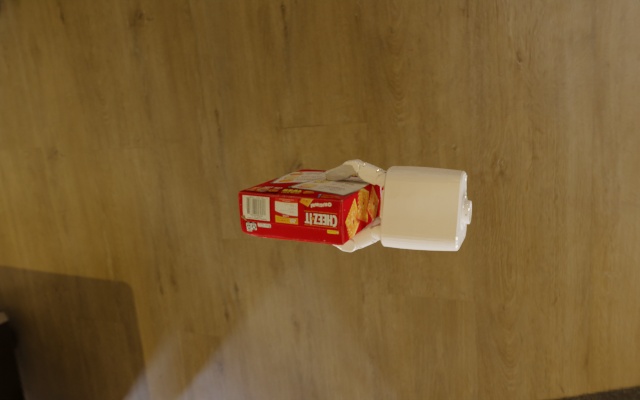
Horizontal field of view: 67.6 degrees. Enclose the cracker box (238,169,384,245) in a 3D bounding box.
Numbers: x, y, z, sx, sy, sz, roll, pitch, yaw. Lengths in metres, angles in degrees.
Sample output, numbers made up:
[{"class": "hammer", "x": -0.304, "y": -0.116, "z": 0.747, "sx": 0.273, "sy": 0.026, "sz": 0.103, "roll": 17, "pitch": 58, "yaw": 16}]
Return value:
[{"class": "cracker box", "x": 0.000, "y": 0.002, "z": 0.743, "sx": 0.164, "sy": 0.072, "sz": 0.213, "roll": 4, "pitch": 14, "yaw": 24}]
